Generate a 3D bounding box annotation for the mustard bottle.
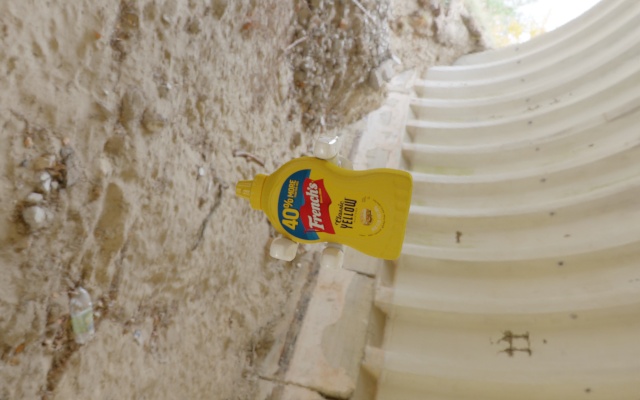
[{"bbox_3d":[0.000,0.002,0.527,0.191,0.096,0.058,10,18,8],"label":"mustard bottle"}]
